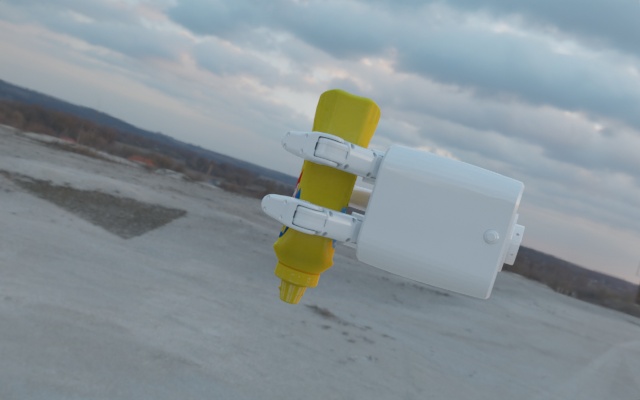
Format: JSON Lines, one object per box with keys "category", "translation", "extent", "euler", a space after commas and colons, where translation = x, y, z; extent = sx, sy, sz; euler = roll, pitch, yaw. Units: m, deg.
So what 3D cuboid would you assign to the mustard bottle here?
{"category": "mustard bottle", "translation": [0.000, 0.001, 0.436], "extent": [0.058, 0.191, 0.096], "euler": [17, 1, -3]}
